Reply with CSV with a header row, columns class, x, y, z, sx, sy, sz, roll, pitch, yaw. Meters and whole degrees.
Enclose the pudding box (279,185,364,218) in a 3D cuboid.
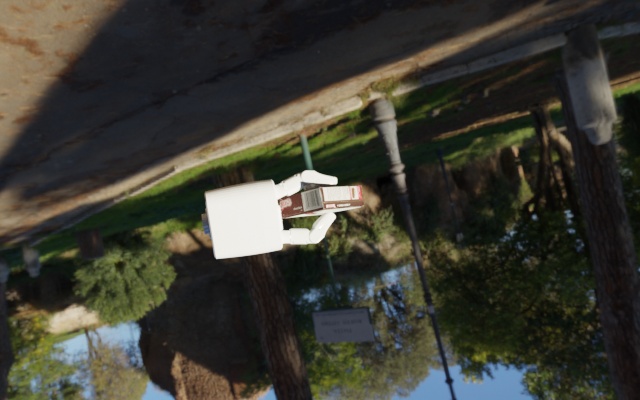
class,x,y,z,sx,sy,sz,roll,pitch,yaw
pudding box,0.000,0.003,0.779,0.090,0.039,0.113,-5,-4,-40
